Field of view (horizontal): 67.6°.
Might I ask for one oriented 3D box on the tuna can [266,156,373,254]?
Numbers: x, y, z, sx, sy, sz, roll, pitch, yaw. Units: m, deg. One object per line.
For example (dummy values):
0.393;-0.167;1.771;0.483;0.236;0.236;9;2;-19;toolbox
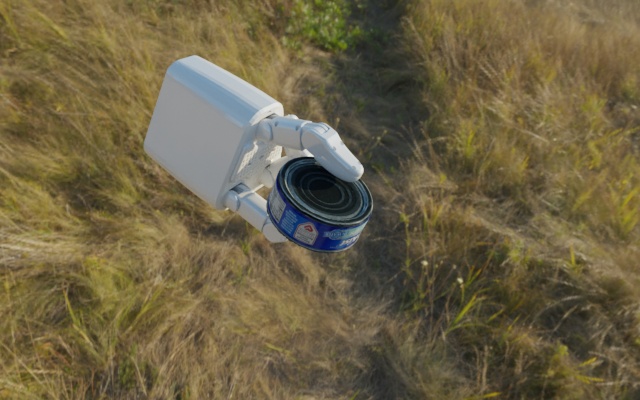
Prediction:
0.000;0.001;0.402;0.086;0.034;0.086;15;39;-13;tuna can
